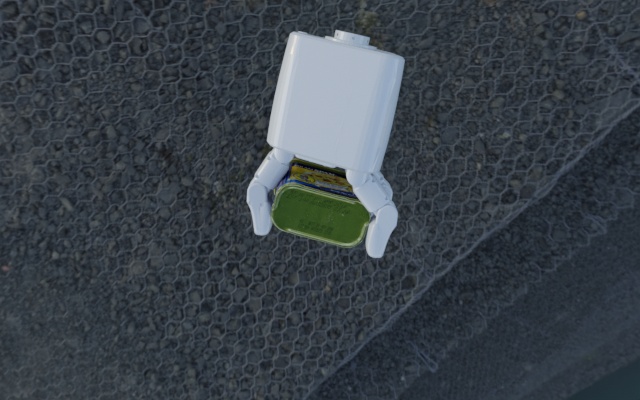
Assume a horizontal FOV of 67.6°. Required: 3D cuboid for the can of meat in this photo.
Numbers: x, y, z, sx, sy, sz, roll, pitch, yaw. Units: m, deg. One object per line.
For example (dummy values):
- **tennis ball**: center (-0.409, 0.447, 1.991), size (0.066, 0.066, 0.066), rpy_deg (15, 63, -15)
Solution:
- **can of meat**: center (0.000, 0.002, 0.501), size (0.102, 0.057, 0.084), rpy_deg (15, 19, -6)
